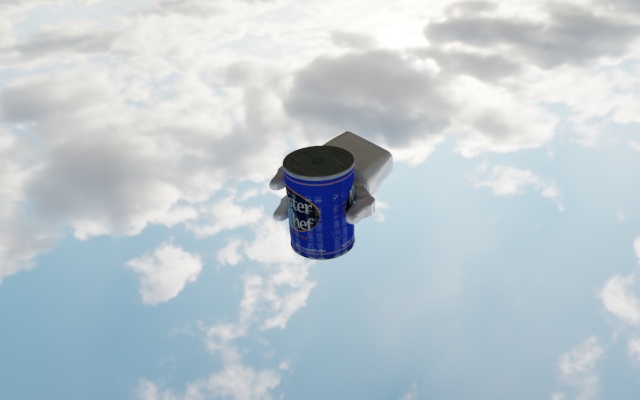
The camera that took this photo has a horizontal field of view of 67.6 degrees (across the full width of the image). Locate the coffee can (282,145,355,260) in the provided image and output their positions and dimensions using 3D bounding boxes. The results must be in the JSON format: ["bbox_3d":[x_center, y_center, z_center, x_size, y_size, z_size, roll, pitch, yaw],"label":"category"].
[{"bbox_3d":[0.000,0.002,0.711,0.103,0.140,0.102,-2,30,1],"label":"coffee can"}]
